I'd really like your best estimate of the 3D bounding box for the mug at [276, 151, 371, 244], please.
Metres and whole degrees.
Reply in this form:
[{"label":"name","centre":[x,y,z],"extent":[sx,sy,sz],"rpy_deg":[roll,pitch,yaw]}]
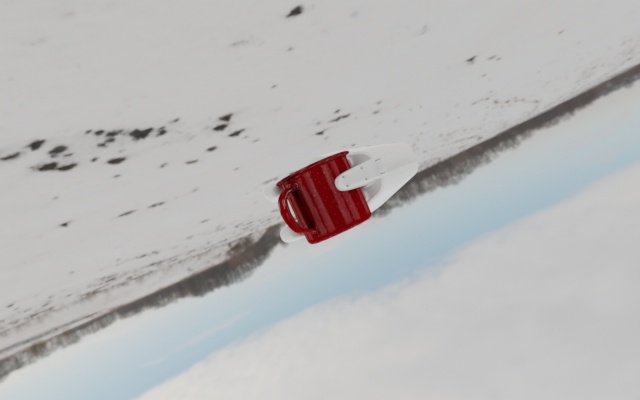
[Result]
[{"label":"mug","centre":[-0.001,0.002,0.542],"extent":[0.093,0.081,0.117],"rpy_deg":[-26,-1,41]}]
